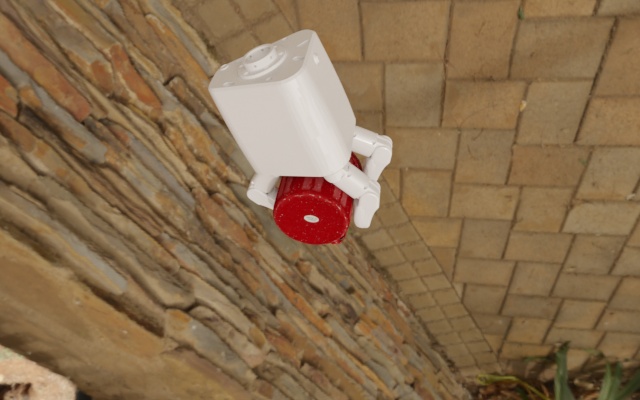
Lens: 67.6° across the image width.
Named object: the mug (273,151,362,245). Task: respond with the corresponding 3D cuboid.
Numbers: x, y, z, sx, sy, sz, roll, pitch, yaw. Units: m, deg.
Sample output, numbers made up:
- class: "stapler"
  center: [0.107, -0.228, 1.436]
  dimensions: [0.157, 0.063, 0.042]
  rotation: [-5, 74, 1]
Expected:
- class: "mug"
  center: [0.001, 0.003, 0.526]
  dimensions: [0.093, 0.081, 0.117]
  rotation: [-10, -48, 22]
